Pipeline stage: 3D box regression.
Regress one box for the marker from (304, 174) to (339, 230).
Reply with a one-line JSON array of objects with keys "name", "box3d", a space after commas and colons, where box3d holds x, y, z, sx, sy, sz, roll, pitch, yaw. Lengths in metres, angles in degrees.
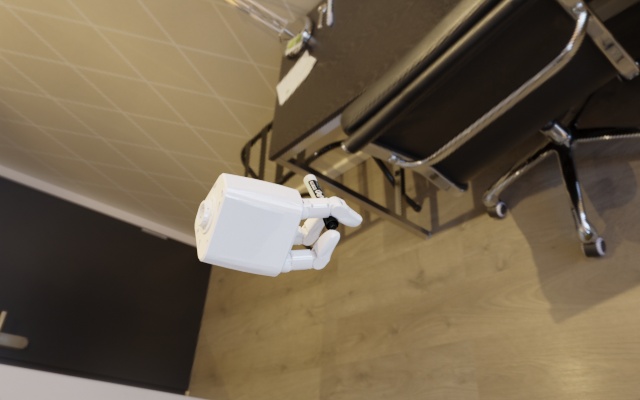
[{"name": "marker", "box3d": [0.000, 0.002, 0.679, 0.020, 0.020, 0.121, 0, 35, -20]}]
